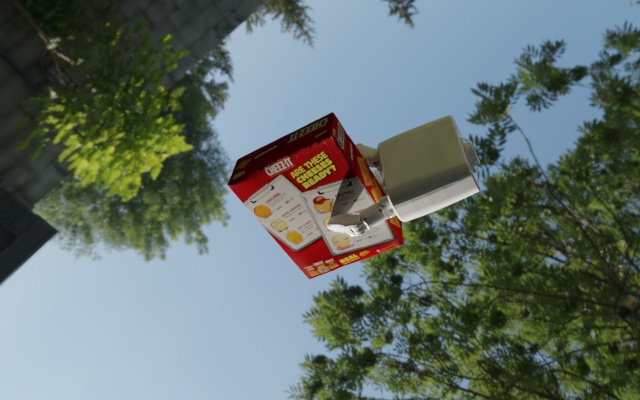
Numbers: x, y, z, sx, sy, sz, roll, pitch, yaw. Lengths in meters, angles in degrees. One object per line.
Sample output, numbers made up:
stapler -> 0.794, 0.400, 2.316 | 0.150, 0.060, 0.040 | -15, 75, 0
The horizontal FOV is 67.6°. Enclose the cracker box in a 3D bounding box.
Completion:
cracker box -> 0.000, 0.002, 0.685 | 0.164, 0.214, 0.072 | -23, 34, 21
